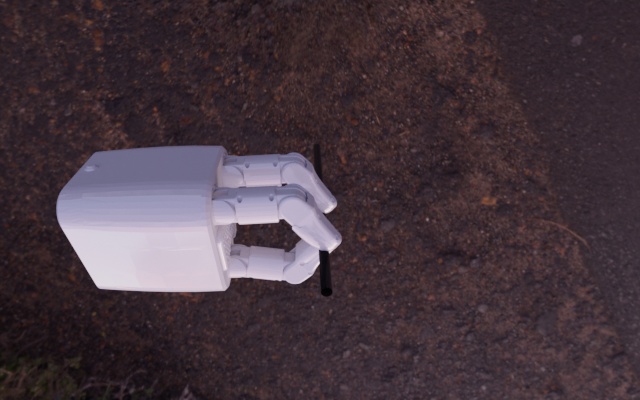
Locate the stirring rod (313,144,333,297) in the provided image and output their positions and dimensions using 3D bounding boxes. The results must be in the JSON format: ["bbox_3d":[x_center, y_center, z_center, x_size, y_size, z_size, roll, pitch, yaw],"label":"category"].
[{"bbox_3d":[0.000,0.001,0.426,0.011,0.011,0.239,0,30,-2],"label":"stirring rod"}]
